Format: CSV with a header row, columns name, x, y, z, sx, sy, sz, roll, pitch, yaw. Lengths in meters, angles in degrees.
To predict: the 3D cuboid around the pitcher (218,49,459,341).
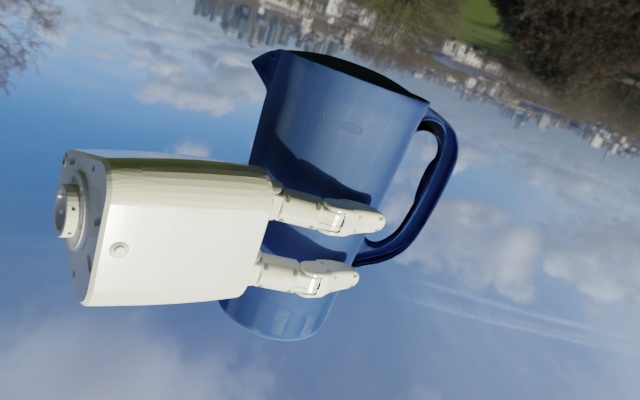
name,x,y,z,sx,sy,sz,roll,pitch,yaw
pitcher,0.000,0.001,0.425,0.145,0.243,0.149,2,25,-43
